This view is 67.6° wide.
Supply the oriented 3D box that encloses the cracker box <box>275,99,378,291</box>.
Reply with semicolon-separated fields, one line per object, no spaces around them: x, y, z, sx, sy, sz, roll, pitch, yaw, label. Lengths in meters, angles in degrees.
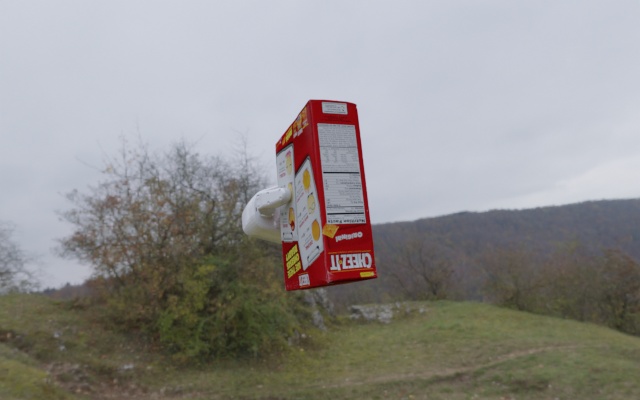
0.000;0.002;0.612;0.072;0.213;0.164;-2;-12;-21;cracker box
